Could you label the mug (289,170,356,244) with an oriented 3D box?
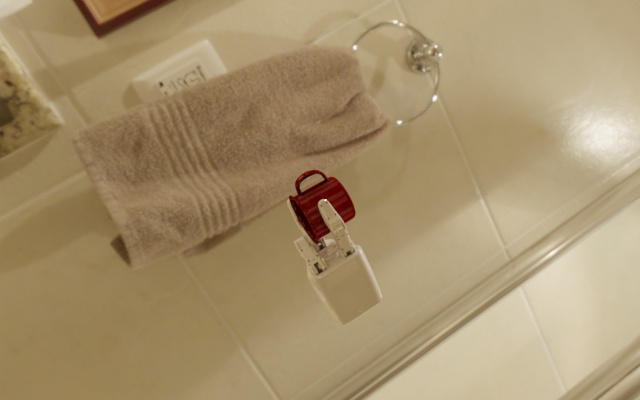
[{"bbox_3d":[0.000,0.001,0.794,0.081,0.117,0.093,-30,21,-11],"label":"mug"}]
